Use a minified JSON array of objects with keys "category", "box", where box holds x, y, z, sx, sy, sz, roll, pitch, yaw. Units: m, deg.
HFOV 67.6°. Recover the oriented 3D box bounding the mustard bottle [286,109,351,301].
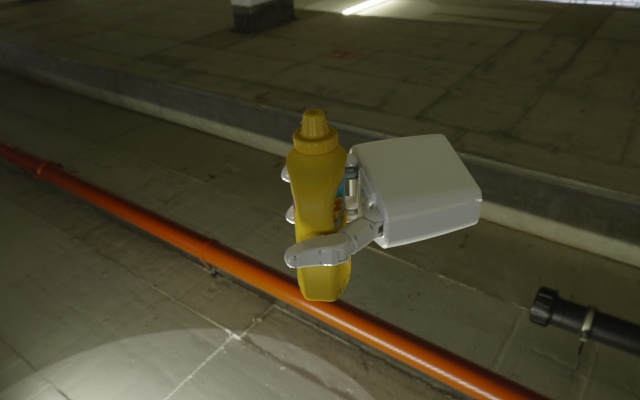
[{"category":"mustard bottle","box":[0.000,0.002,0.476,0.058,0.192,0.096,2,34,9]}]
